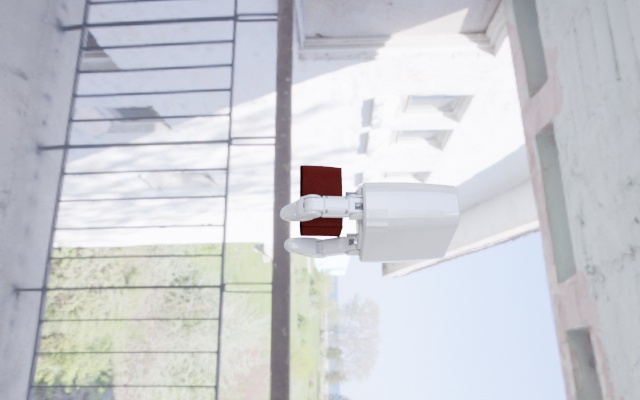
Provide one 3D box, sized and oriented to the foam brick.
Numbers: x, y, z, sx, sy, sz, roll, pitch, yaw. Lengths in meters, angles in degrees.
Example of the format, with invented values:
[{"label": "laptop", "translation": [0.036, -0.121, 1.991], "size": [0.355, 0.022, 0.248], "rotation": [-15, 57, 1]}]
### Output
[{"label": "foam brick", "translation": [0.000, 0.002, 0.586], "size": [0.051, 0.078, 0.053], "rotation": [0, -17, -2]}]
